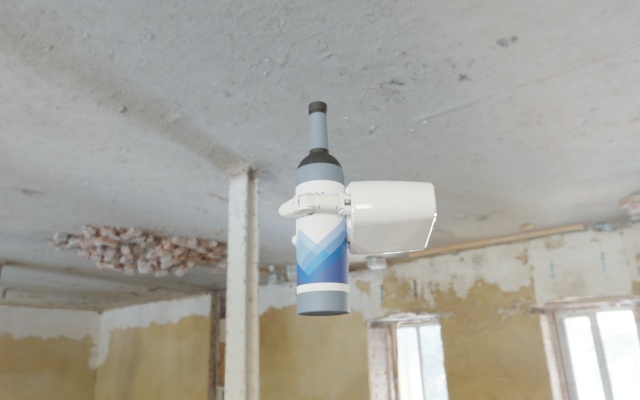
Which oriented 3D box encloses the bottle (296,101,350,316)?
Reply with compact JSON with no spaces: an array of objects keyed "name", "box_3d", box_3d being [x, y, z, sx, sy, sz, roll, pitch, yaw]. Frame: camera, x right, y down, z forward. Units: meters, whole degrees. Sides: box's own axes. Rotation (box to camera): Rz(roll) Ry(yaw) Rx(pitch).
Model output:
[{"name":"bottle","box_3d":[0.000,0.002,0.643,0.069,0.295,0.069,-1,-19,0]}]
